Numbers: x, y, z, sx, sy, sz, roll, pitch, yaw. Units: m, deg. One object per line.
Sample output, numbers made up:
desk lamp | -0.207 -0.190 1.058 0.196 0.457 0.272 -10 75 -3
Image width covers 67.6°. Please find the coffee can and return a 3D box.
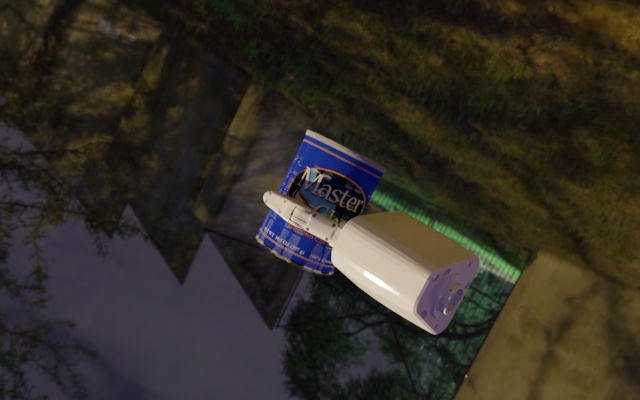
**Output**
coffee can | 0.000 0.002 0.561 0.103 0.140 0.103 26 5 -3
